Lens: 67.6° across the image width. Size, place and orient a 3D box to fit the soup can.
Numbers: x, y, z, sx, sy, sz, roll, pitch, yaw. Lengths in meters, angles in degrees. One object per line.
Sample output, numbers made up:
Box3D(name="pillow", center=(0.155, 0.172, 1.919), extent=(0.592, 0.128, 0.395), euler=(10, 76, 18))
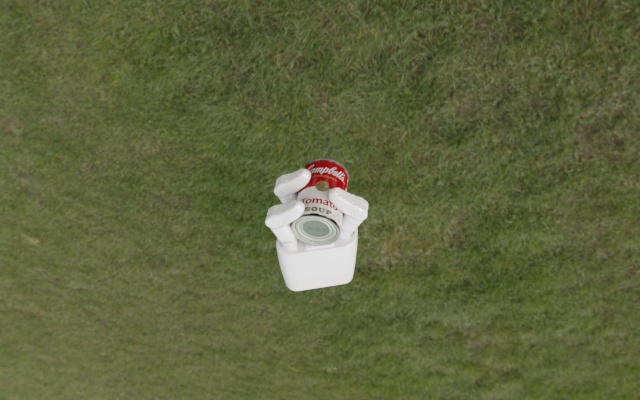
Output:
Box3D(name="soup can", center=(0.000, 0.002, 0.656), extent=(0.068, 0.102, 0.069), euler=(6, -40, 5))
